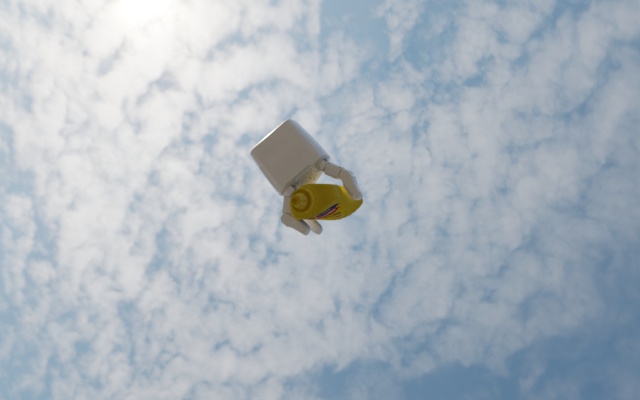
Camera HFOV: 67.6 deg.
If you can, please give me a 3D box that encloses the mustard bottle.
[{"bbox_3d":[0.000,0.003,0.852,0.096,0.058,0.191,-22,-11,23],"label":"mustard bottle"}]
